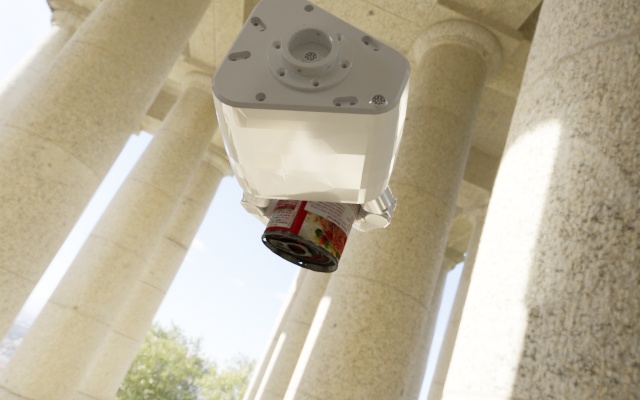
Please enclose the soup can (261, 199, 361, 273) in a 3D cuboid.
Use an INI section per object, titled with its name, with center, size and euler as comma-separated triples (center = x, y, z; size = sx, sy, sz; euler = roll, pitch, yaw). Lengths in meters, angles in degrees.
[soup can]
center = 0.000, 0.001, 0.411
size = 0.068, 0.102, 0.068
euler = 19, -24, 9
